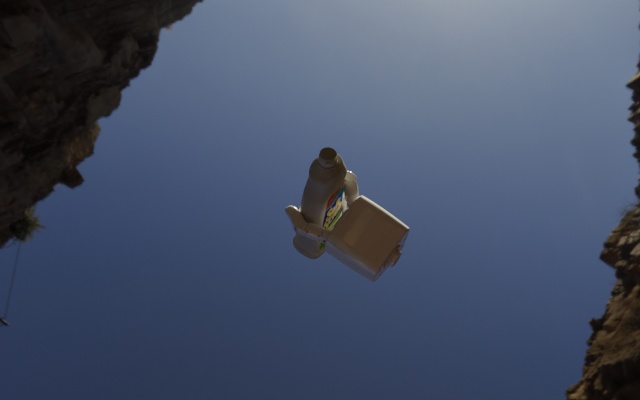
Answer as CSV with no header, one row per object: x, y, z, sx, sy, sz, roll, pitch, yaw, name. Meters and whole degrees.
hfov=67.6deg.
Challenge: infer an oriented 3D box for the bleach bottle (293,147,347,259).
0.000,0.003,0.866,0.068,0.102,0.251,33,-31,19,bleach bottle
